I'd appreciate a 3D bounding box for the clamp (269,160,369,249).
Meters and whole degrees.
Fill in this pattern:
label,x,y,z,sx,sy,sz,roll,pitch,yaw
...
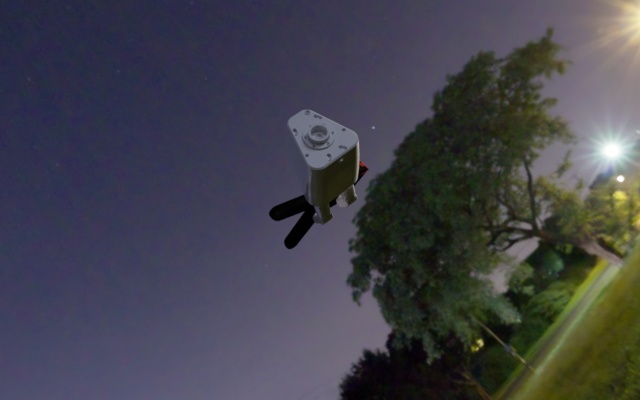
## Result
label,x,y,z,sx,sy,sz,roll,pitch,yaw
clamp,0.000,0.002,0.869,0.210,0.036,0.165,-37,-21,-18
